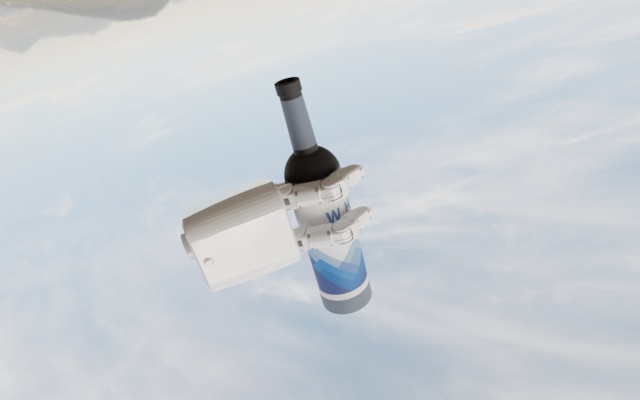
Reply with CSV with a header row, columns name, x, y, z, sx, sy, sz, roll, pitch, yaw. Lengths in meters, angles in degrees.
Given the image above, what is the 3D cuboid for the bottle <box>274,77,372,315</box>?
name,x,y,z,sx,sy,sz,roll,pitch,yaw
bottle,0.000,0.002,0.562,0.069,0.296,0.069,-12,28,7
